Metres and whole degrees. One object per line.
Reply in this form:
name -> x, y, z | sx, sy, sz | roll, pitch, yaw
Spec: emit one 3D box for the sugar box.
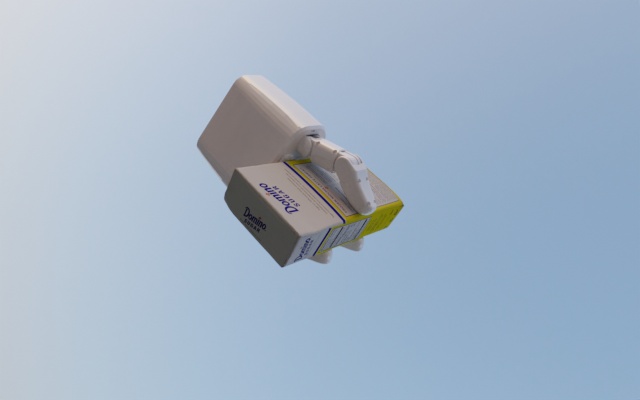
sugar box -> 0.000, 0.002, 0.475 | 0.176, 0.048, 0.093 | -15, 52, -48
